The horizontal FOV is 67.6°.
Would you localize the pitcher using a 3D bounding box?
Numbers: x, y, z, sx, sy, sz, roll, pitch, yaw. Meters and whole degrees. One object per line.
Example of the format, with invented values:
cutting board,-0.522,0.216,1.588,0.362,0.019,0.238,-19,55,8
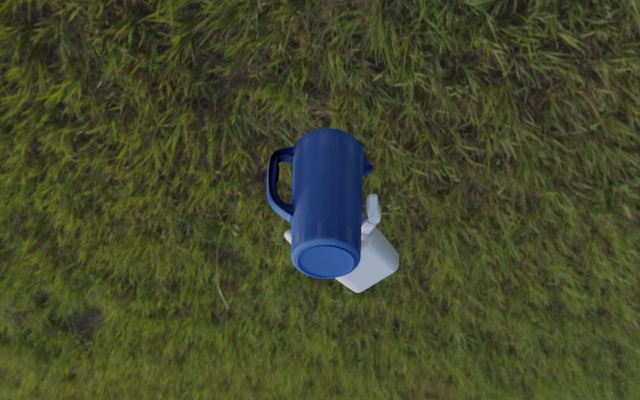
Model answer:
pitcher,0.000,0.003,0.805,0.149,0.242,0.145,-22,-47,25
